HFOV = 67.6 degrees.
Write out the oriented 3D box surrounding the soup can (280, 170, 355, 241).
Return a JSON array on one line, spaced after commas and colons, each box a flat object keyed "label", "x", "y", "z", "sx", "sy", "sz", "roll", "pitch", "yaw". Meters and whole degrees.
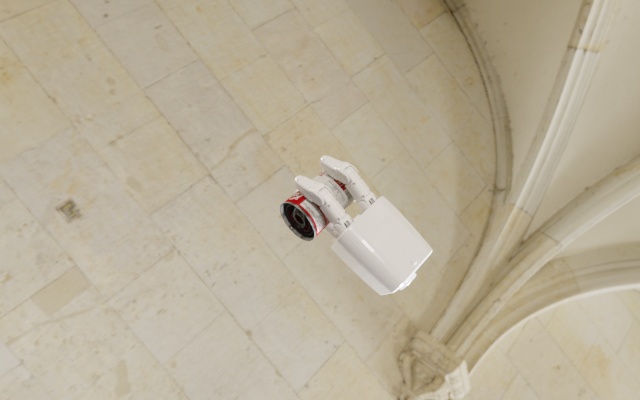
[{"label": "soup can", "x": 0.000, "y": 0.002, "z": 0.701, "sx": 0.102, "sy": 0.068, "sz": 0.068, "roll": -41, "pitch": 23, "yaw": -29}]
